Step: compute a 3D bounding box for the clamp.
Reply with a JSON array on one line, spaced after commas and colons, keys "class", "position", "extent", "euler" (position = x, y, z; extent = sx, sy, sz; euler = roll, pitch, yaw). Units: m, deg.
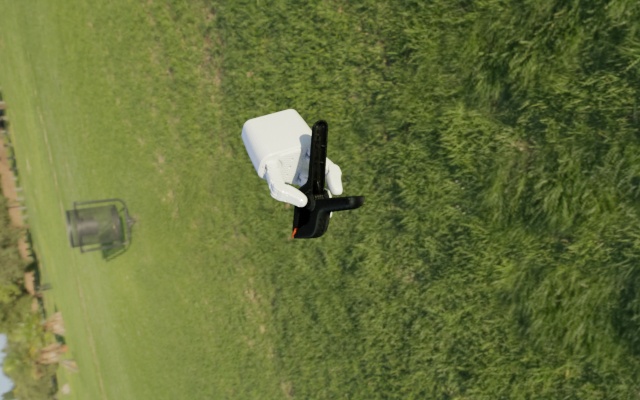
[{"class": "clamp", "position": [-0.001, 0.003, 0.760], "extent": [0.036, 0.210, 0.164], "euler": [-4, 46, -28]}]
